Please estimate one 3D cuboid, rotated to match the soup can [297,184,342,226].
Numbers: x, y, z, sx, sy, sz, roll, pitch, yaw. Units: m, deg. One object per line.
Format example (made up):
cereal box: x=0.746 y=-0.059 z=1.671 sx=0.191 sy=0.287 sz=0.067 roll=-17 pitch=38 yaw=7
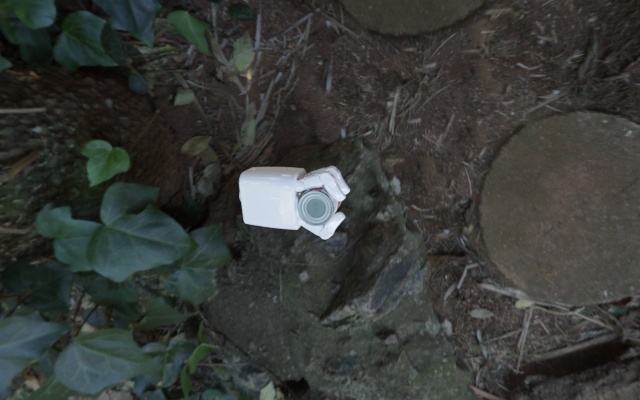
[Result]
soup can: x=0.001 y=0.003 z=0.889 sx=0.068 sy=0.068 sz=0.102 roll=0 pitch=13 yaw=11
